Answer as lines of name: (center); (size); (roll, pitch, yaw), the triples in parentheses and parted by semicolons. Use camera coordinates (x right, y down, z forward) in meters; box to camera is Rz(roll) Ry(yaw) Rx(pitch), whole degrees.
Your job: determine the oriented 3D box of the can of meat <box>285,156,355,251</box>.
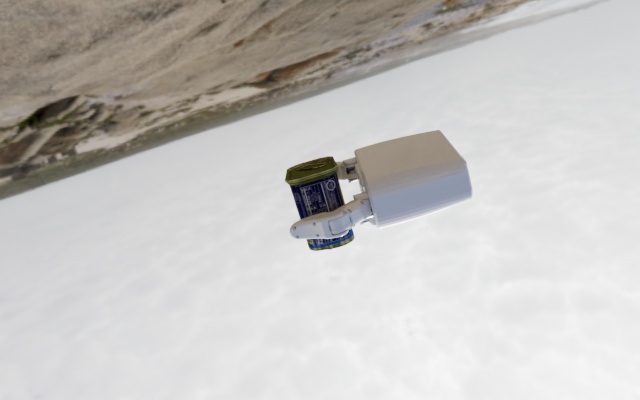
can of meat: (0.000, 0.002, 0.538); (0.057, 0.084, 0.102); (-16, 13, 1)
